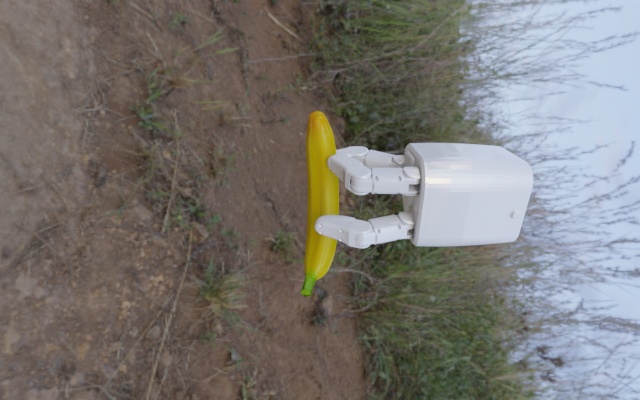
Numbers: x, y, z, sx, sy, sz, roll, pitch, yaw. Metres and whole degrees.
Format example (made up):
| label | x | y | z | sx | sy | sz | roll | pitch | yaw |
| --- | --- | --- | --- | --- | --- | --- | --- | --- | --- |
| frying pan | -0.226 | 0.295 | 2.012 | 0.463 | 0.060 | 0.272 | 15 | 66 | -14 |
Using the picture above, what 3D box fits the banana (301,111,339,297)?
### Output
| label | x | y | z | sx | sy | sz | roll | pitch | yaw |
| --- | --- | --- | --- | --- | --- | --- | --- | --- | --- |
| banana | 0.001 | 0.002 | 0.528 | 0.037 | 0.198 | 0.069 | 2 | 10 | 4 |
